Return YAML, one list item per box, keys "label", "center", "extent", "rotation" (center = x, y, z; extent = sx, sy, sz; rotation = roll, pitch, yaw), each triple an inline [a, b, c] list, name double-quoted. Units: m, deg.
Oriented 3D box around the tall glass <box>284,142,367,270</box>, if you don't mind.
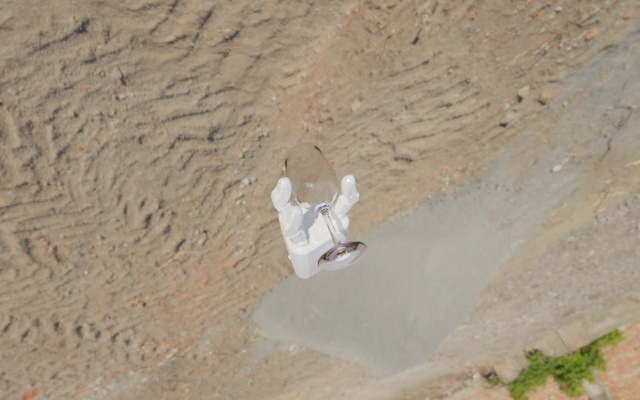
- label: "tall glass"
  center: [0.000, 0.003, 0.733]
  extent: [0.079, 0.201, 0.079]
  rotation: [-15, -32, -10]
